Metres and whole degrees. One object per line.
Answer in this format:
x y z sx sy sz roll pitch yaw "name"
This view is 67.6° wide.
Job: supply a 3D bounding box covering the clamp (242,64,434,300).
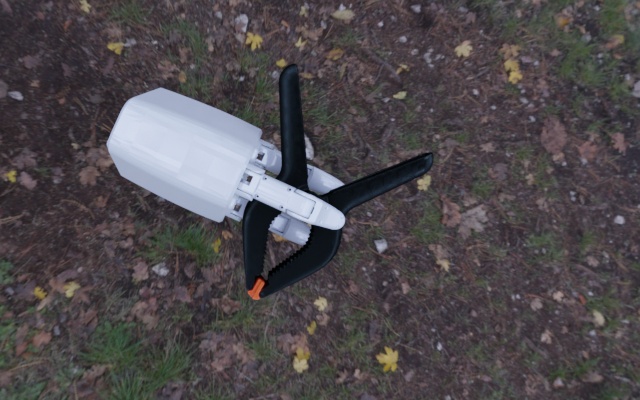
0.000 0.002 0.445 0.164 0.210 0.036 25 0 -7 "clamp"
